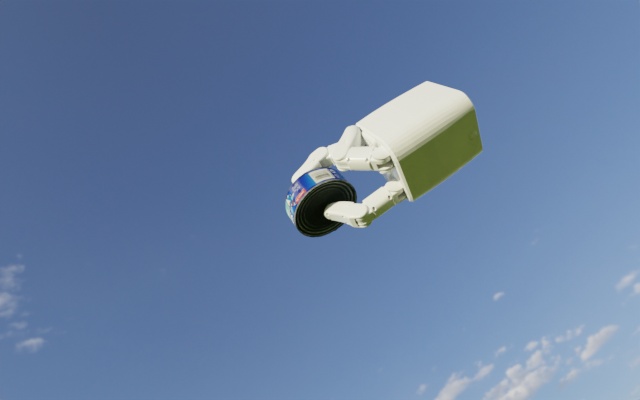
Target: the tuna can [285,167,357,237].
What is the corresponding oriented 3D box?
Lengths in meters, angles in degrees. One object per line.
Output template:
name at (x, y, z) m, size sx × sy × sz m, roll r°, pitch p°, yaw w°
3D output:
tuna can at (0.000, 0.002, 0.590) m, size 0.086 × 0.086 × 0.033 m, roll 0°, pitch 35°, yaw -34°
